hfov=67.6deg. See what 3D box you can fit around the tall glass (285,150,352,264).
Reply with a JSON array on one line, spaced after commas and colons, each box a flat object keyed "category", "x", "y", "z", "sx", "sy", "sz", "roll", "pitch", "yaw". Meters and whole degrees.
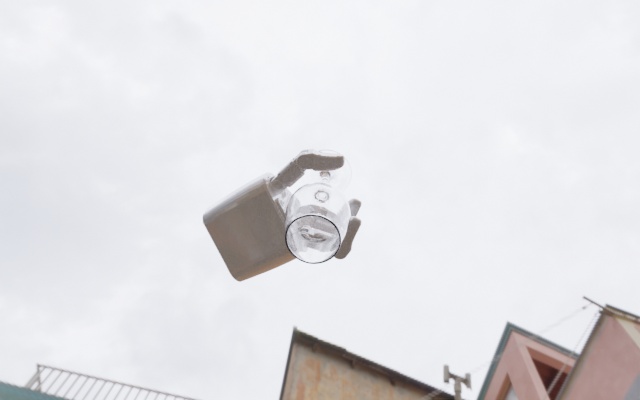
[{"category": "tall glass", "x": 0.000, "y": 0.002, "z": 0.606, "sx": 0.079, "sy": 0.079, "sz": 0.201, "roll": 0, "pitch": 24, "yaw": 5}]
